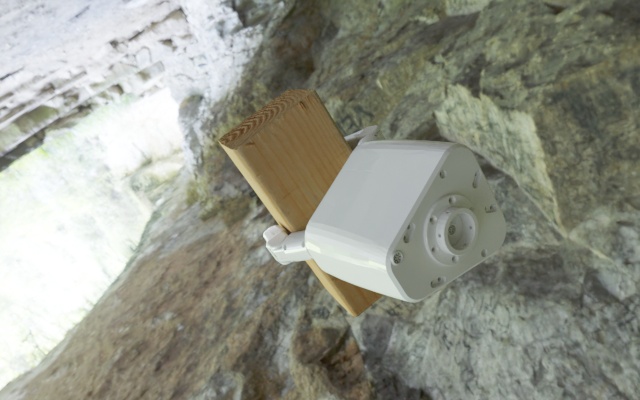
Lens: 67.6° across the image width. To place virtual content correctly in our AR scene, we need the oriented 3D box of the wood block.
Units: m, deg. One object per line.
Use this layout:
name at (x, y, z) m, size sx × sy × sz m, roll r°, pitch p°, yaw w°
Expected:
wood block at (0.000, 0.002, 0.476) m, size 0.091 × 0.206 × 0.090 m, roll -37°, pitch 22°, yaw -9°
